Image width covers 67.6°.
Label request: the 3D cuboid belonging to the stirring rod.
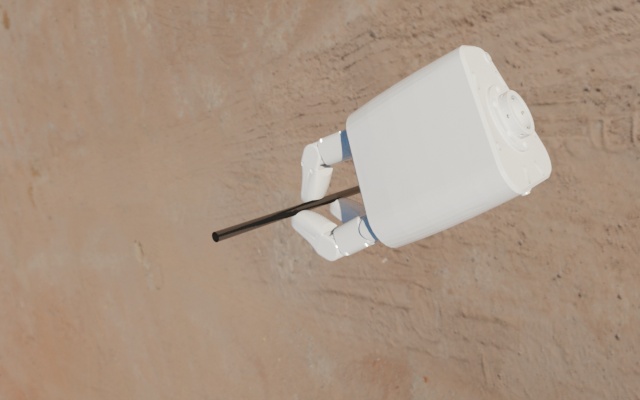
[{"bbox_3d":[0.000,0.001,0.436,0.011,0.011,0.239,0,12,41],"label":"stirring rod"}]
